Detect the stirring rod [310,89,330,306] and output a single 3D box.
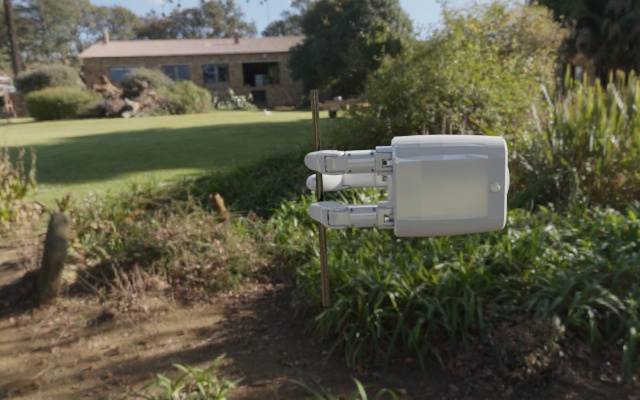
[{"bbox_3d":[0.000,0.002,0.524,0.011,0.239,0.011,-3,11,1],"label":"stirring rod"}]
